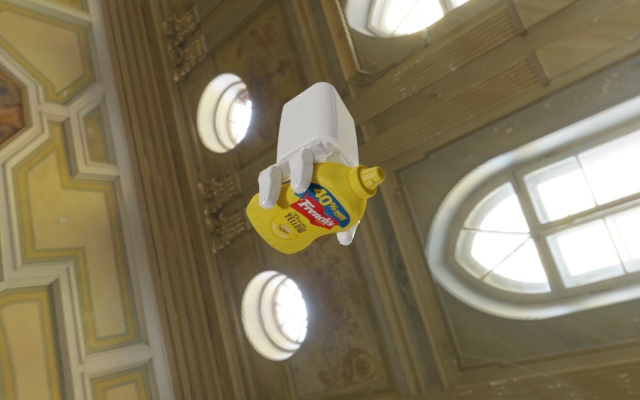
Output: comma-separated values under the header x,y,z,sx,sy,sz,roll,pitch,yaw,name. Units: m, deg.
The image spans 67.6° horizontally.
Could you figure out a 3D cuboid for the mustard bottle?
x,y,z,sx,sy,sz,roll,pitch,yaw,name
0.000,0.002,0.613,0.192,0.096,0.058,-26,24,34,mustard bottle
